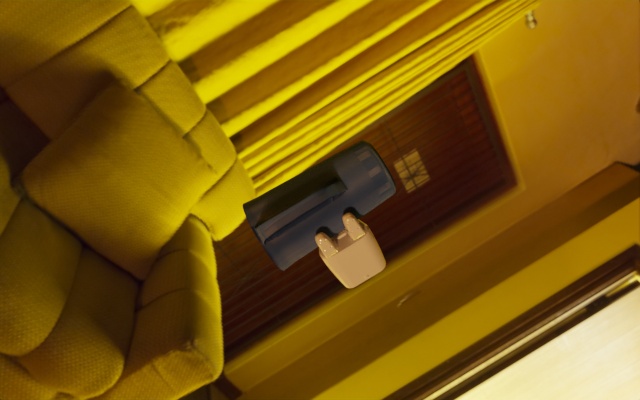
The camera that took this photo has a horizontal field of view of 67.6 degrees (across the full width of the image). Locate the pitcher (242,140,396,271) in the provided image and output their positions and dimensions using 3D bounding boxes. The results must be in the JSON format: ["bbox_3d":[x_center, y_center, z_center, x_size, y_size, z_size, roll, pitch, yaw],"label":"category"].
[{"bbox_3d":[0.000,0.003,0.801,0.243,0.145,0.149,-32,39,1],"label":"pitcher"}]
